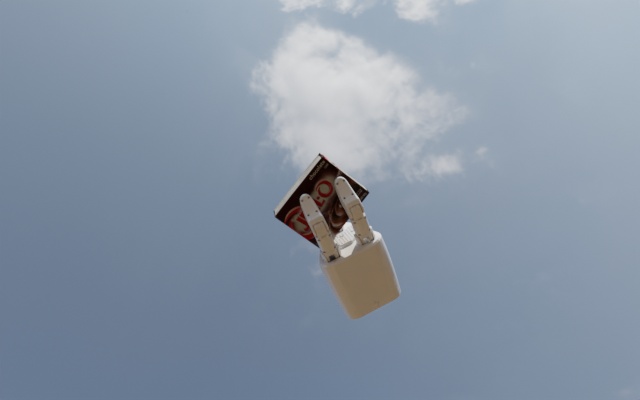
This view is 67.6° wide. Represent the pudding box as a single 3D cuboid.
[{"bbox_3d":[0.000,0.002,0.693,0.090,0.113,0.039,36,5,-18],"label":"pudding box"}]
